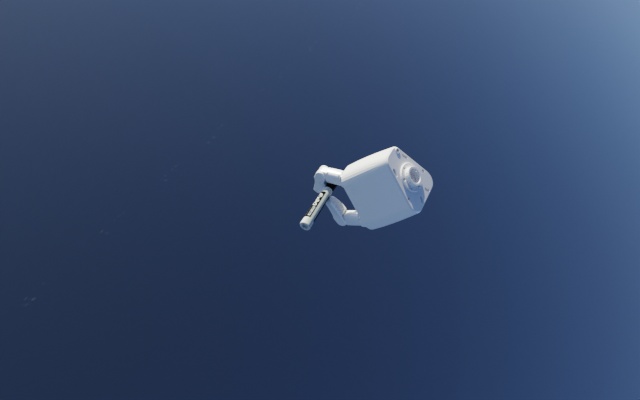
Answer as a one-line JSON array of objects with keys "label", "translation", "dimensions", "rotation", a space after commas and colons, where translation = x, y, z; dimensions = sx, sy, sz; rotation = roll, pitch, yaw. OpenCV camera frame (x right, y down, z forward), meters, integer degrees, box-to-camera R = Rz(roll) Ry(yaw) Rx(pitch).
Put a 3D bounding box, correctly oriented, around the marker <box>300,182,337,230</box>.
[{"label": "marker", "translation": [0.000, 0.003, 0.823], "dimensions": [0.020, 0.020, 0.121], "rotation": [0, 42, 36]}]
